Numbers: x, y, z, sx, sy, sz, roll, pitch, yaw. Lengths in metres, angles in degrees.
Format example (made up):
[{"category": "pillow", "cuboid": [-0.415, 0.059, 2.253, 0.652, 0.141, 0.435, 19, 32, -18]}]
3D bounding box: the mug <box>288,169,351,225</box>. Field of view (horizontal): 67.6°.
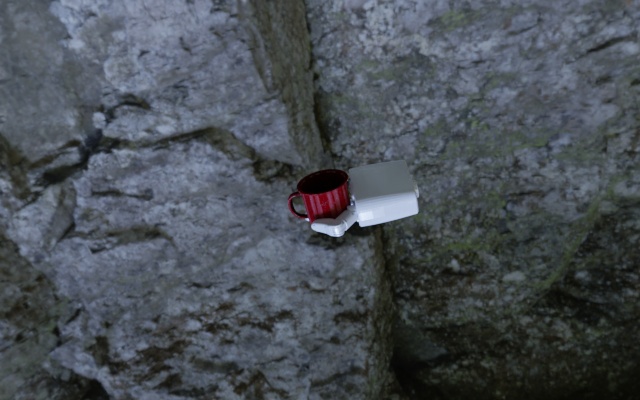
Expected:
[{"category": "mug", "cuboid": [-0.001, 0.003, 0.857, 0.117, 0.081, 0.093, -11, 28, 6]}]
